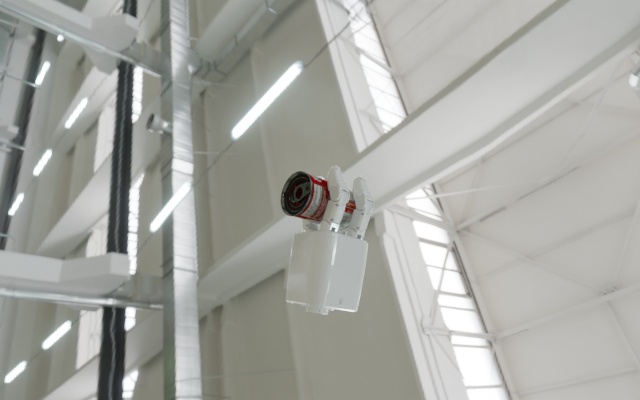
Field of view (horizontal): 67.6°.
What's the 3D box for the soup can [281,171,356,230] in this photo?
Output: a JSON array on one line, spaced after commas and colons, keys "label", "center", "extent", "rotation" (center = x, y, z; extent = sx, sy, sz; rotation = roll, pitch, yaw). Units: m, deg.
[{"label": "soup can", "center": [0.000, 0.002, 0.725], "extent": [0.102, 0.068, 0.068], "rotation": [19, -13, -40]}]
